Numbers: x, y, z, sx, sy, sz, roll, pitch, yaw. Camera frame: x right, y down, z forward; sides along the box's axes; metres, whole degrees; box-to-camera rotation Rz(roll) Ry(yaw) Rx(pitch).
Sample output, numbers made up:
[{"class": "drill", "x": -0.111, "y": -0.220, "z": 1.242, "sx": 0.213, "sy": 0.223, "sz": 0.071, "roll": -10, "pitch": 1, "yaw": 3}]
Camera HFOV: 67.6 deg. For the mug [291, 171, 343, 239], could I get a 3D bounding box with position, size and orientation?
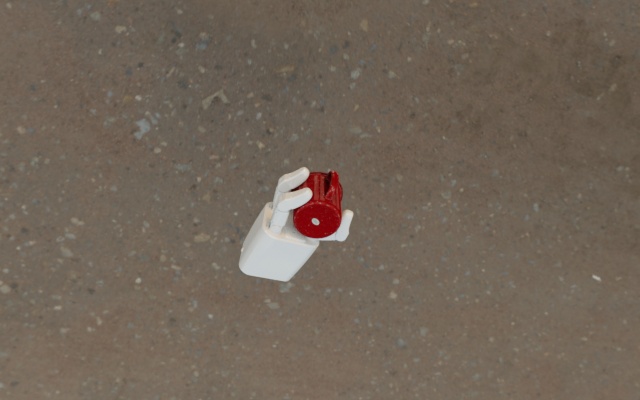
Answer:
[{"class": "mug", "x": 0.001, "y": 0.002, "z": 0.810, "sx": 0.093, "sy": 0.117, "sz": 0.081, "roll": 23, "pitch": 33, "yaw": -17}]
